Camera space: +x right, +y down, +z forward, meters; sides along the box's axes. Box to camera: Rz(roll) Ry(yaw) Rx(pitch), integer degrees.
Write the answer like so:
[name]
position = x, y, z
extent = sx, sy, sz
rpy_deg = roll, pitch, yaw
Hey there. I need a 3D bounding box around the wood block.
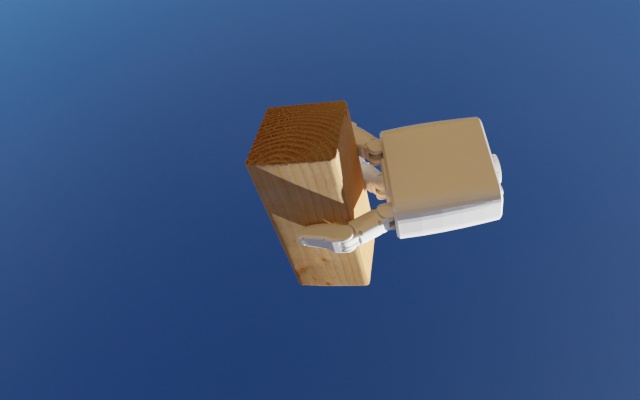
[wood block]
position = 0.000, 0.002, 0.535
extent = 0.090, 0.090, 0.206
rpy_deg = -2, -43, 16
